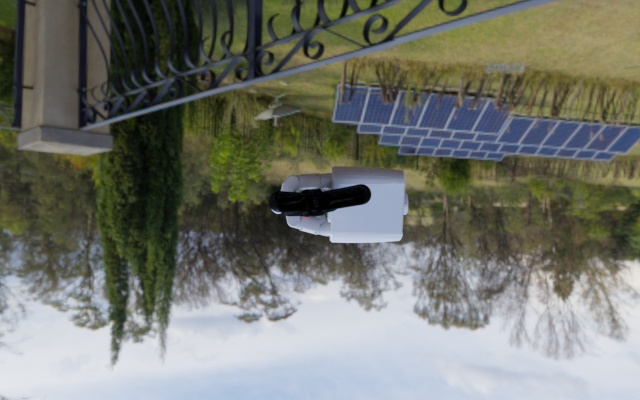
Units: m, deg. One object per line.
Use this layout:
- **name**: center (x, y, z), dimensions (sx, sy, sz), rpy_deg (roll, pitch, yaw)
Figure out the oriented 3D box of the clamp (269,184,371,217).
- **clamp**: center (0.000, 0.003, 0.624), dimensions (0.120, 0.039, 0.171), rpy_deg (0, -2, 0)
